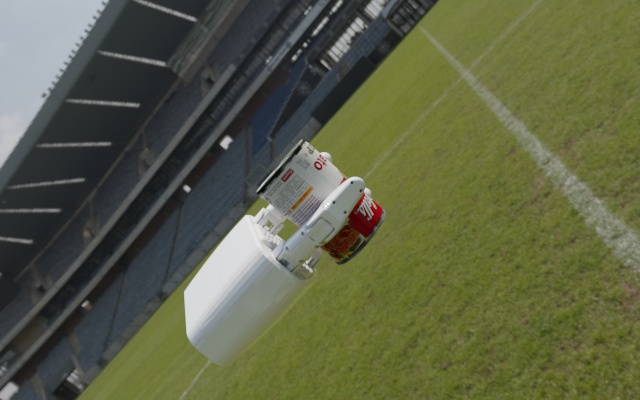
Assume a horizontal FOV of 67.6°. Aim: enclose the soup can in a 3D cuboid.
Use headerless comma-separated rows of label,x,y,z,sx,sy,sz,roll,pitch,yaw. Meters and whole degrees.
soup can,0.000,0.001,0.442,0.102,0.068,0.068,41,-7,-8
